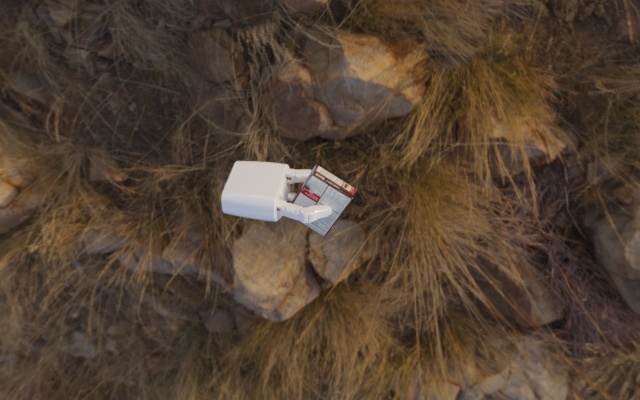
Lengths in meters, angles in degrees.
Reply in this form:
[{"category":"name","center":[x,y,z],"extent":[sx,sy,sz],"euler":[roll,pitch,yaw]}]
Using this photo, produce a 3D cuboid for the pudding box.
[{"category":"pudding box","center":[0.000,0.003,0.891],"extent":[0.090,0.113,0.039],"euler":[31,35,-5]}]
